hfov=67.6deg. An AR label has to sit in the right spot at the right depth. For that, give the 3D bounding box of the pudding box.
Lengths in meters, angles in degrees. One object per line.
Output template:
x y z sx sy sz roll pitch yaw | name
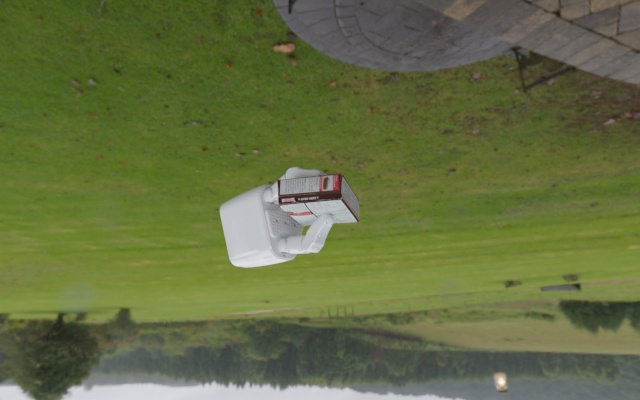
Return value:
0.000 0.002 0.660 0.090 0.039 0.113 -6 -18 14 | pudding box
